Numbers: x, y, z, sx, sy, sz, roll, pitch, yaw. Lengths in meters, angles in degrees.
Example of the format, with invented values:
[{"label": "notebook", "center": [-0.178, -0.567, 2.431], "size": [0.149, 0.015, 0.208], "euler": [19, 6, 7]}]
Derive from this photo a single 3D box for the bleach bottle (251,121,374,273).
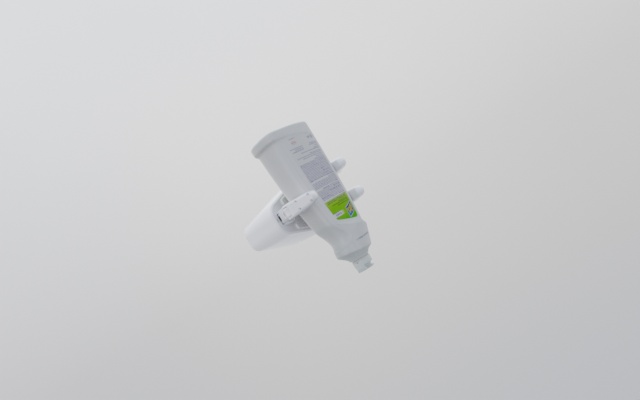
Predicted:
[{"label": "bleach bottle", "center": [0.000, 0.002, 0.744], "size": [0.102, 0.251, 0.068], "euler": [-29, -4, -44]}]
